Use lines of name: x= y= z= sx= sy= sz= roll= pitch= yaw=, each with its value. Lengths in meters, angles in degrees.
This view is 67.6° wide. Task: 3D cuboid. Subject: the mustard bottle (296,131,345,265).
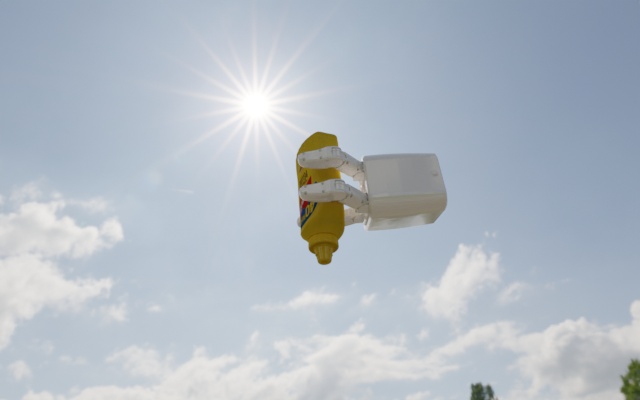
mustard bottle: x=0.000 y=0.002 z=0.677 sx=0.058 sy=0.191 sz=0.096 roll=10 pitch=-37 yaw=-21
